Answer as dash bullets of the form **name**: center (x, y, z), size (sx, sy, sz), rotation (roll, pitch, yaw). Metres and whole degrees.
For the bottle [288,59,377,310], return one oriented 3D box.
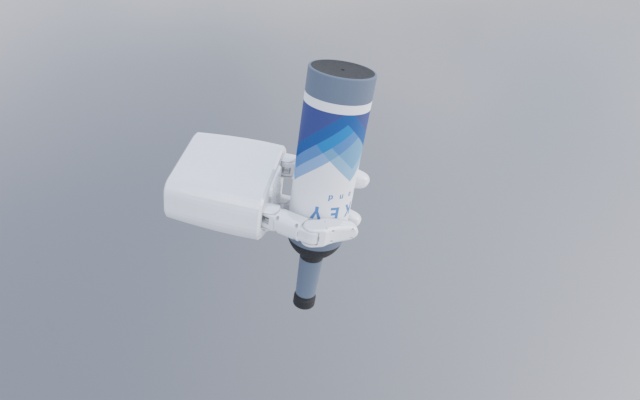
- **bottle**: center (0.000, 0.002, 0.524), size (0.069, 0.296, 0.069), rotation (7, 30, -4)
